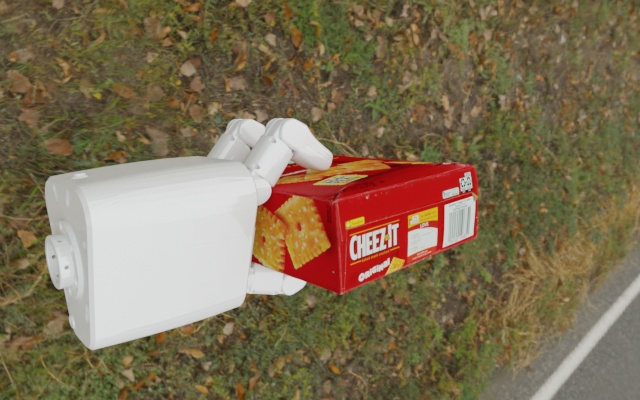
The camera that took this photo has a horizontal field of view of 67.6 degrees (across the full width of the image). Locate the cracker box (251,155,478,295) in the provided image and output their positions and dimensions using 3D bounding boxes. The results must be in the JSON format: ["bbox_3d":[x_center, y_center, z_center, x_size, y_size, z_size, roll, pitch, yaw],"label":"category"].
[{"bbox_3d":[0.000,0.002,0.416,0.164,0.072,0.213,-14,16,-40],"label":"cracker box"}]
